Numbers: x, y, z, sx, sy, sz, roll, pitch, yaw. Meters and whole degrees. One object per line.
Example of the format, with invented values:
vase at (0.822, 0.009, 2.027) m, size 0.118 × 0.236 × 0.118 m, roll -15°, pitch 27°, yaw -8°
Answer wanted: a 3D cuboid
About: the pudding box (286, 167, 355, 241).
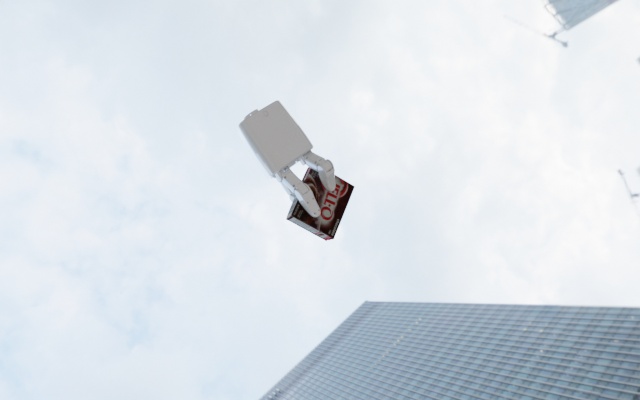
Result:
pudding box at (0.000, 0.003, 0.855) m, size 0.090 × 0.113 × 0.039 m, roll 29°, pitch -20°, yaw -15°
